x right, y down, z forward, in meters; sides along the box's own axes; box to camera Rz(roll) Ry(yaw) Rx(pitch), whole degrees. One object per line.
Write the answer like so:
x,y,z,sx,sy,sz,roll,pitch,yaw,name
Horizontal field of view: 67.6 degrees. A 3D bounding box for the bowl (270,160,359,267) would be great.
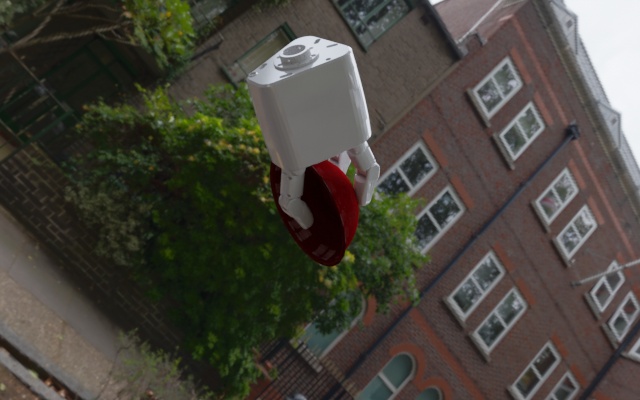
0.000,0.003,0.620,0.055,0.162,0.162,-26,13,-28,bowl
